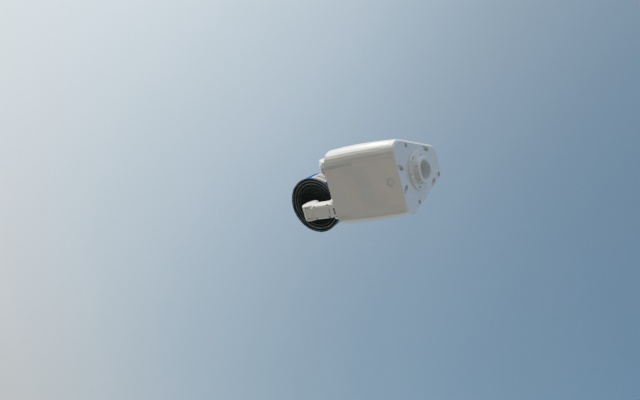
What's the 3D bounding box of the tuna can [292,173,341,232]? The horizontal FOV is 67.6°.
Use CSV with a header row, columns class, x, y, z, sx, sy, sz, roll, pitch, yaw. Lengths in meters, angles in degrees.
class,x,y,z,sx,sy,sz,roll,pitch,yaw
tuna can,0.000,0.002,0.725,0.086,0.086,0.033,0,19,37
